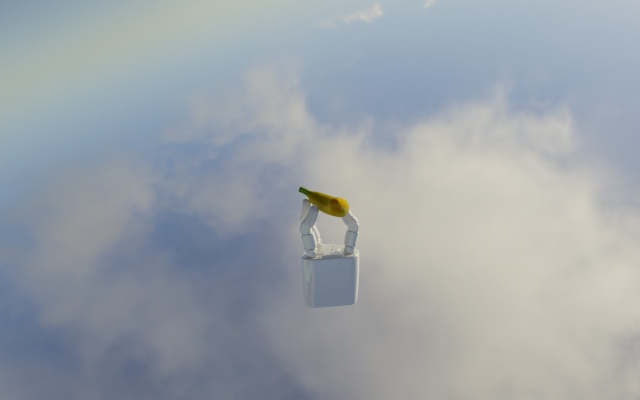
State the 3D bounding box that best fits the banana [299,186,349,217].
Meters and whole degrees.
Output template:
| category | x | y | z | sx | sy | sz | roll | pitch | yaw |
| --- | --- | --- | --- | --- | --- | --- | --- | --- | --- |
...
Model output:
| category | x | y | z | sx | sy | sz | roll | pitch | yaw |
| --- | --- | --- | --- | --- | --- | --- | --- | --- | --- |
| banana | 0.016 | 0.008 | 0.888 | 0.069 | 0.037 | 0.198 | 18 | 0 | -21 |
